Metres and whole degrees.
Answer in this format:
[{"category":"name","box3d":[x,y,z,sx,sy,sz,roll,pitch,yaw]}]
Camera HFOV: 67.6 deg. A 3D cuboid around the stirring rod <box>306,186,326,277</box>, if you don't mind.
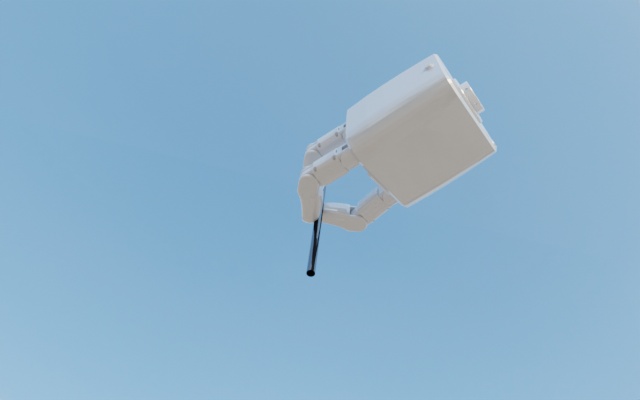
[{"category":"stirring rod","box3d":[0.000,0.002,0.522,0.011,0.011,0.239,0,31,5]}]
